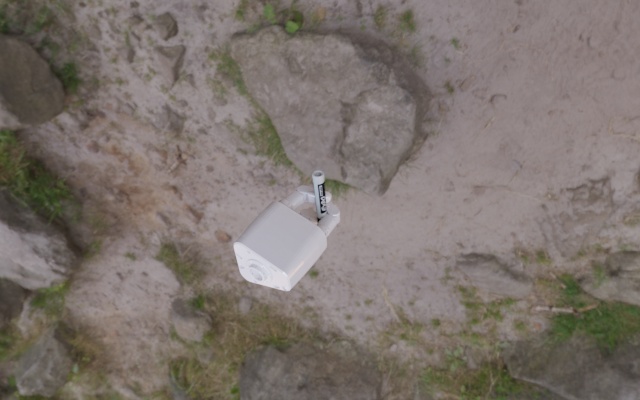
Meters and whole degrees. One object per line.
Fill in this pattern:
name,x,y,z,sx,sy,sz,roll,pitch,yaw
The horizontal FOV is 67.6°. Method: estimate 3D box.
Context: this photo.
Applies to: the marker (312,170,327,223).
marker,0.000,0.003,0.796,0.020,0.121,0.020,-3,41,2
